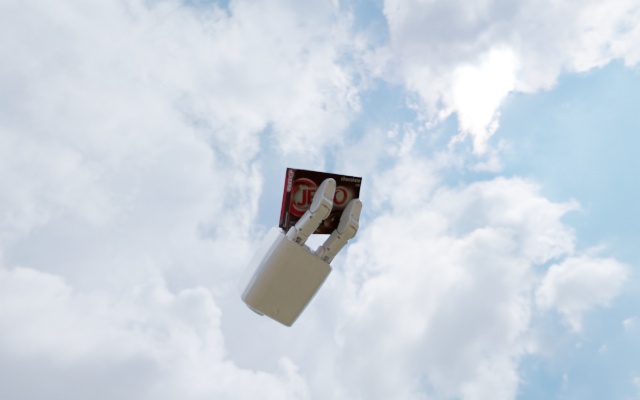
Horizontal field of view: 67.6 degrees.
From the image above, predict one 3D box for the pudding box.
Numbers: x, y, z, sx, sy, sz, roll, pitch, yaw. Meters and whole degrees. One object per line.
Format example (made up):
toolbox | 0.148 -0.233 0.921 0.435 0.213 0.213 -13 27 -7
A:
pudding box | 0.000 0.002 0.693 0.113 0.090 0.039 5 7 -29
